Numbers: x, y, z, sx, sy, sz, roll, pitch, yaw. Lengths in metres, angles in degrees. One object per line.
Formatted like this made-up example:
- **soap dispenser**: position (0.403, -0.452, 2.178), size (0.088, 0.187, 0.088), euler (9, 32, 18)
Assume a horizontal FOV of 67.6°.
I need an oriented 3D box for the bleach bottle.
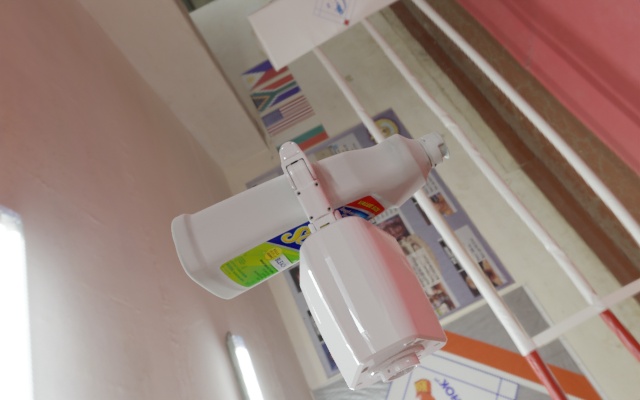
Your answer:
- **bleach bottle**: position (0.000, 0.001, 0.441), size (0.251, 0.068, 0.103), euler (-27, -31, 1)
